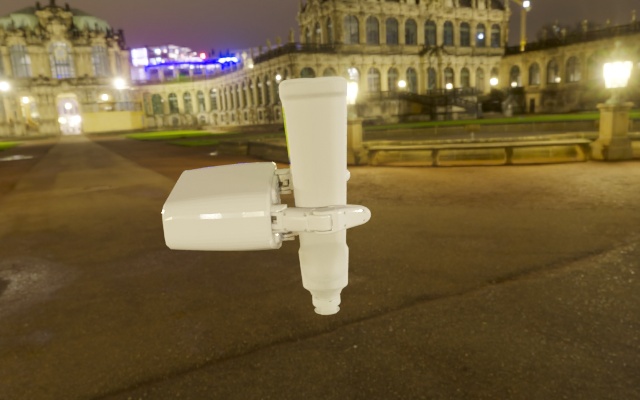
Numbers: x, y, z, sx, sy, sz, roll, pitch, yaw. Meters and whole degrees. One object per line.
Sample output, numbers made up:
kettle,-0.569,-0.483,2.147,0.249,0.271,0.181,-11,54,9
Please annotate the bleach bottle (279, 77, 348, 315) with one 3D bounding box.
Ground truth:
bleach bottle,0.000,0.002,0.507,0.068,0.251,0.102,-3,11,1
